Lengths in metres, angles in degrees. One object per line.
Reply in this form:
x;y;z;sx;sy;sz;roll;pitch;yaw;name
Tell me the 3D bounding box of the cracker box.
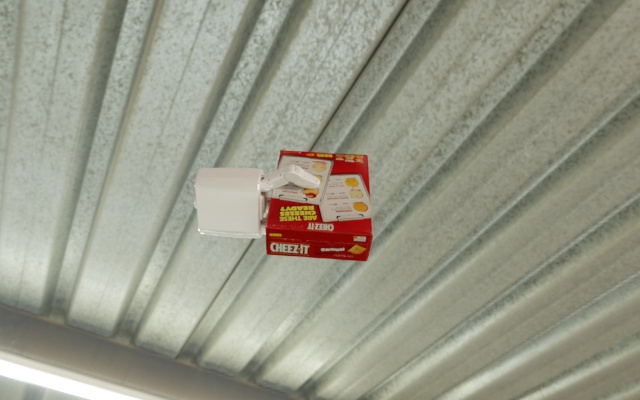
0.000;0.002;0.813;0.164;0.072;0.213;4;40;0;cracker box
